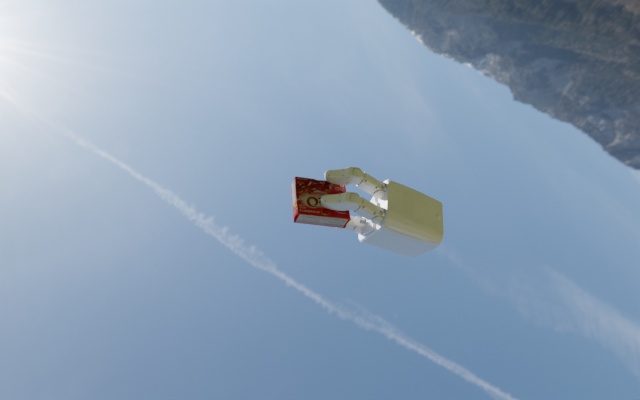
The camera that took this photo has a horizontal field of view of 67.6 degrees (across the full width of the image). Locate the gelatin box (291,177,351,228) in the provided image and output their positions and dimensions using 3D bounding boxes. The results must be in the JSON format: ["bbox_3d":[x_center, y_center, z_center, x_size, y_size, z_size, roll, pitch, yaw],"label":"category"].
[{"bbox_3d":[0.000,0.003,0.762,0.089,0.073,0.030,7,-37,-17],"label":"gelatin box"}]
